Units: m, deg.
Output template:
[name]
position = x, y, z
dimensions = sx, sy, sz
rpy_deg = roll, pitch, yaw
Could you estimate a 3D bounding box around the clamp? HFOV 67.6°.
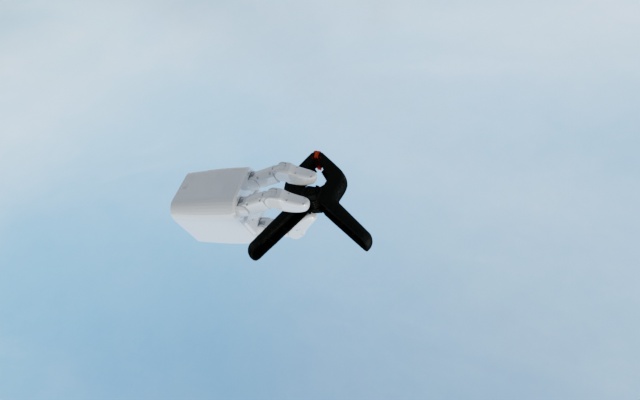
[clamp]
position = 0.000, 0.002, 0.680
dimensions = 0.164, 0.036, 0.209
rpy_deg = 0, 43, 15
